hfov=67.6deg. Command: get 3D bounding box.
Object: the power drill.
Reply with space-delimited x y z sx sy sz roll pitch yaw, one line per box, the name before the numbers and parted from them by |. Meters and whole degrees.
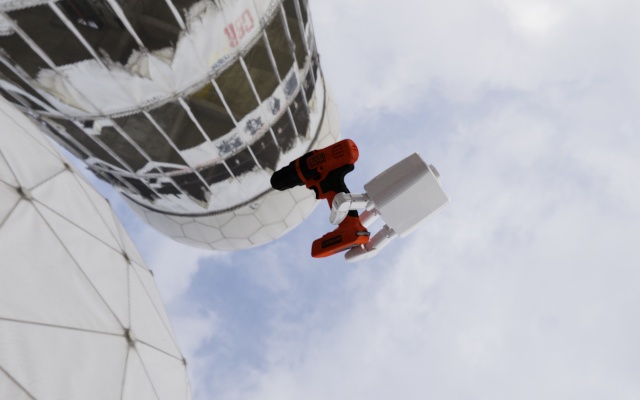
power drill | 0.000 0.003 0.845 0.184 0.187 0.057 -22 -14 29
